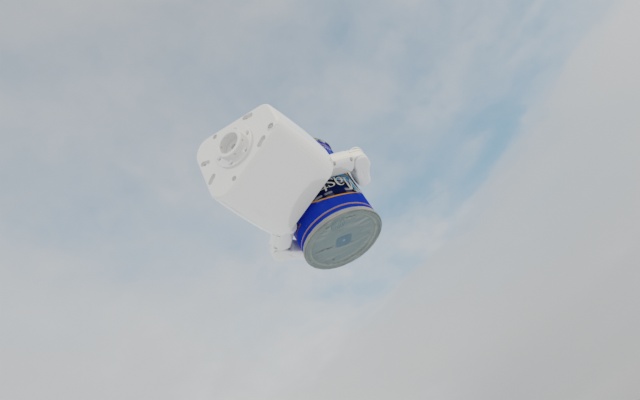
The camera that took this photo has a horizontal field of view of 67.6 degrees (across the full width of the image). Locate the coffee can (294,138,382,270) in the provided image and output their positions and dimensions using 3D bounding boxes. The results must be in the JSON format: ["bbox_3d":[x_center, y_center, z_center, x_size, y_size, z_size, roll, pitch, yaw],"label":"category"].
[{"bbox_3d":[0.000,0.002,0.611,0.103,0.103,0.140,0,42,-33],"label":"coffee can"}]
